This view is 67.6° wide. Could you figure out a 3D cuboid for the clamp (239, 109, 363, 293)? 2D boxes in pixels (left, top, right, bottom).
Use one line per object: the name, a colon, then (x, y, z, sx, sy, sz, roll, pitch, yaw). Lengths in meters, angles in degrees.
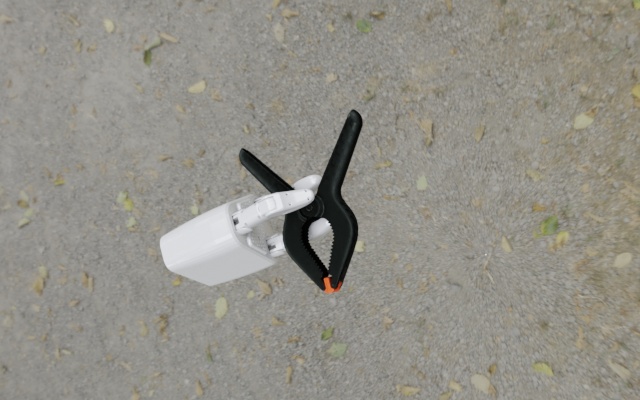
clamp: (0.000, 0.002, 0.568, 0.164, 0.210, 0.036, -24, -13, 18)
